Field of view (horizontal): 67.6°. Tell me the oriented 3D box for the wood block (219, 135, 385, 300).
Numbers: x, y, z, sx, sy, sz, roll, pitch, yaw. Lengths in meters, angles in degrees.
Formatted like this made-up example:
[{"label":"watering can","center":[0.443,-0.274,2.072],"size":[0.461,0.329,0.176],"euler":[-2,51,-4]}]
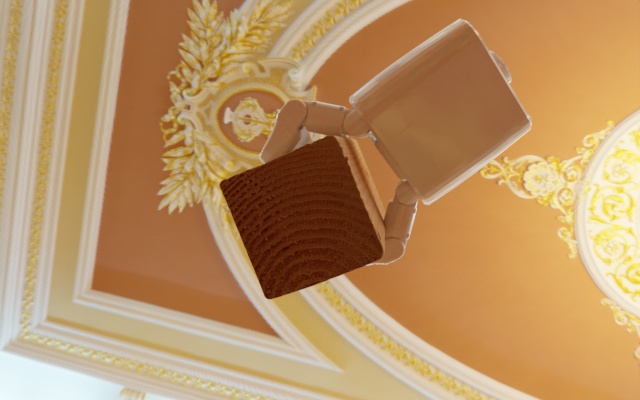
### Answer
[{"label":"wood block","center":[0.001,0.001,0.419],"size":[0.090,0.091,0.206],"euler":[-22,3,10]}]
